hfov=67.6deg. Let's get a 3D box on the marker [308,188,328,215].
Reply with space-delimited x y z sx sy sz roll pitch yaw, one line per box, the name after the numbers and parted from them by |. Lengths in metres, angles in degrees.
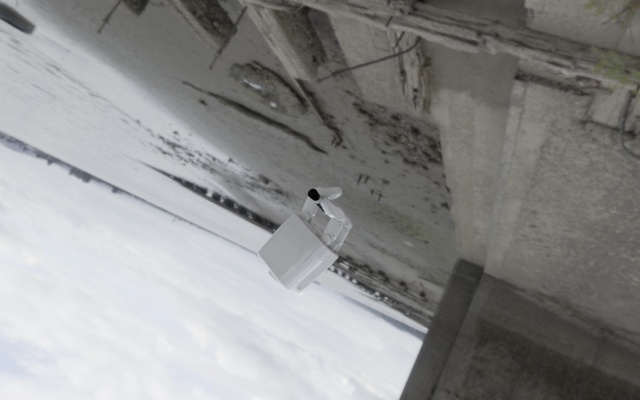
0.000 0.003 0.897 0.020 0.020 0.121 0 -16 15 | marker
